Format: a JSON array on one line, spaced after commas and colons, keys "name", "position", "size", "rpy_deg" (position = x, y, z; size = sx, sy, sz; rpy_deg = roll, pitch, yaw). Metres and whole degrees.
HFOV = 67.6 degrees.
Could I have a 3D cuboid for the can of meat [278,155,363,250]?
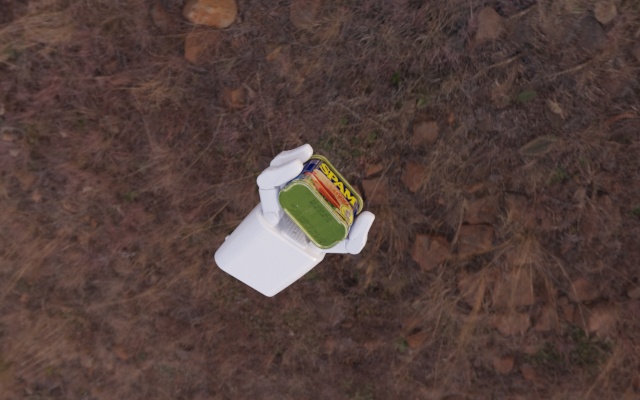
[{"name": "can of meat", "position": [0.000, 0.002, 0.611], "size": [0.057, 0.102, 0.084], "rpy_deg": [-37, 10, 28]}]
